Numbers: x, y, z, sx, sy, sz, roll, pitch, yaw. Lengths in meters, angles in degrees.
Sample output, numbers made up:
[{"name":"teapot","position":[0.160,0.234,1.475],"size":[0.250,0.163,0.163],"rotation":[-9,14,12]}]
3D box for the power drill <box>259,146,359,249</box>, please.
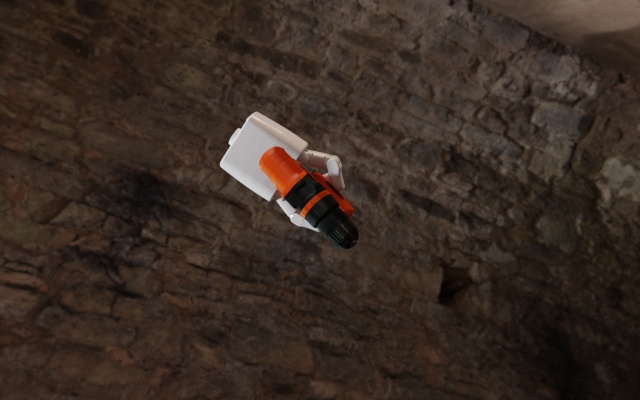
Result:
[{"name":"power drill","position":[0.000,0.002,0.736],"size":[0.057,0.184,0.188],"rotation":[-43,-13,4]}]
